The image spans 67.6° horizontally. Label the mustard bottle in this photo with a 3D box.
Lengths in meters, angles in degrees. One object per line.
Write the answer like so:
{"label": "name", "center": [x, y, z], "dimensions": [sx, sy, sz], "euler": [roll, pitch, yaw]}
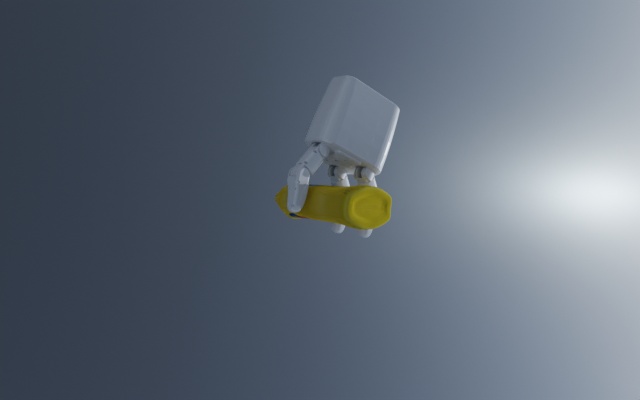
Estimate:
{"label": "mustard bottle", "center": [0.000, 0.003, 0.683], "dimensions": [0.096, 0.058, 0.191], "euler": [0, 5, -44]}
